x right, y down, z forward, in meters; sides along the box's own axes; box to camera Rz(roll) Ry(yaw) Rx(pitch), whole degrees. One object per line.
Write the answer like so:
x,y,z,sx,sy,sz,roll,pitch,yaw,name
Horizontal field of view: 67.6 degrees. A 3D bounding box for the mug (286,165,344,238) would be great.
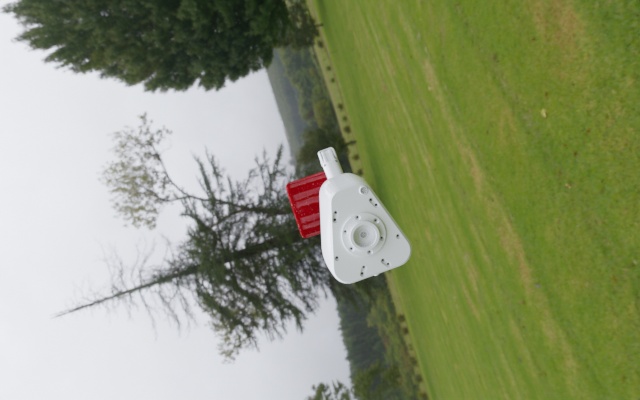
0.000,0.002,0.684,0.081,0.093,0.117,-18,6,-2,mug
